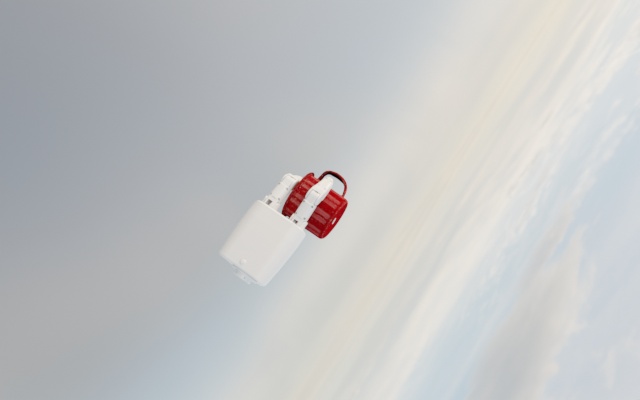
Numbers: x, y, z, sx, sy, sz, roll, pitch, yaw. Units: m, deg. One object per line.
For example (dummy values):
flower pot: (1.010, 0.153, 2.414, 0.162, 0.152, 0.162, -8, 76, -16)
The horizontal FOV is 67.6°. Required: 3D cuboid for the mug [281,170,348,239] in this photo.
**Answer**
mug: (0.001, 0.002, 0.819, 0.081, 0.117, 0.093, 35, -12, 11)
